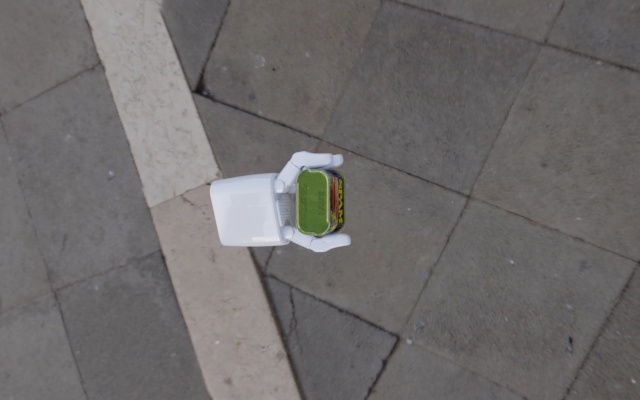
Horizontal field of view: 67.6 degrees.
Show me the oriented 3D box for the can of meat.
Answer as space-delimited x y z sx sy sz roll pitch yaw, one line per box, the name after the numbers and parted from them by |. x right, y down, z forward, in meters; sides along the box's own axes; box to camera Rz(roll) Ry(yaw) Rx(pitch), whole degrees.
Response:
0.000 0.002 0.720 0.057 0.102 0.084 0 0 17 | can of meat
